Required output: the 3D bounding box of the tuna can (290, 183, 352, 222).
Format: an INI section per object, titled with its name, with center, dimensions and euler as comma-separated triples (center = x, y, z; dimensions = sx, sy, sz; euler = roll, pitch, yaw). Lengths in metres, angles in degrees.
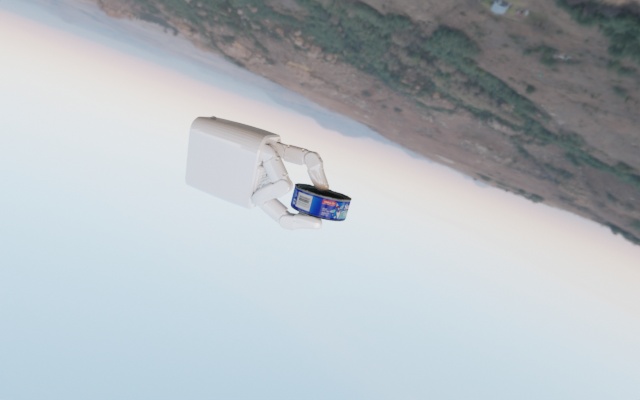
[tuna can]
center = 0.000, 0.003, 0.696
dimensions = 0.086, 0.034, 0.086
euler = 14, 9, -2
